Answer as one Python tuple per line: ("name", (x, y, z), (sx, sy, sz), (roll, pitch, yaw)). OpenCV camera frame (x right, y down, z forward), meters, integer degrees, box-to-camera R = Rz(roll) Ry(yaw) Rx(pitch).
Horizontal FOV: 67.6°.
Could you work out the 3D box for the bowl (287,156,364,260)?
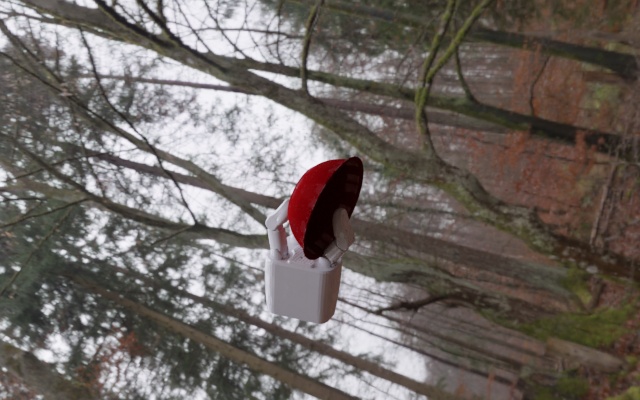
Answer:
("bowl", (0.000, 0.001, 0.690), (0.055, 0.162, 0.162), (26, 10, 21))
